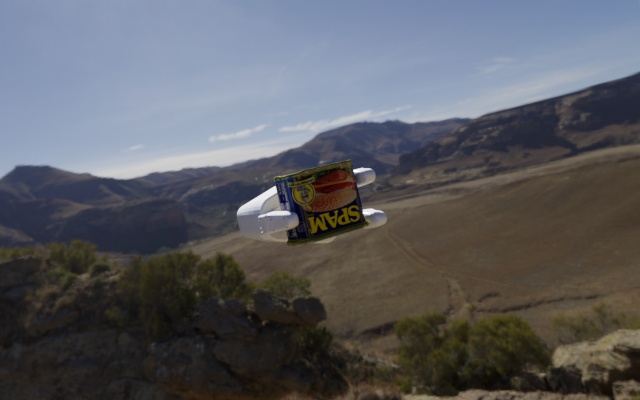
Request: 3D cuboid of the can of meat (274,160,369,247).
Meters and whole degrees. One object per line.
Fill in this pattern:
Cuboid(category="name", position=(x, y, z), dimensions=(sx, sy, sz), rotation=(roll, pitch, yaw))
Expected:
Cuboid(category="can of meat", position=(0.000, 0.002, 0.578), dimensions=(0.102, 0.084, 0.057), rotation=(-14, 3, -26))
